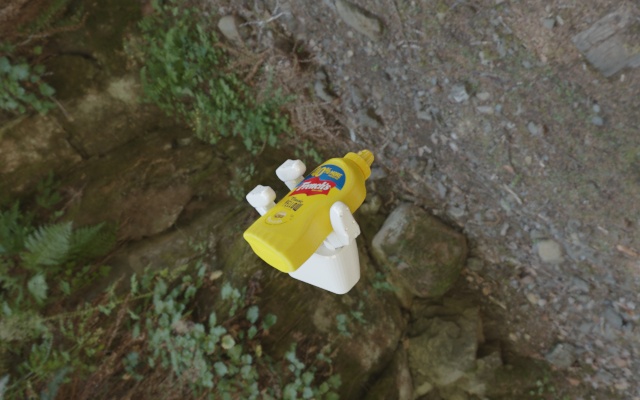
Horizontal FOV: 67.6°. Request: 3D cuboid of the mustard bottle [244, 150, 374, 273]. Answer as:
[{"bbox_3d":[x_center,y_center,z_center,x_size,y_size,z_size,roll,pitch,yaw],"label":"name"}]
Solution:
[{"bbox_3d":[0.000,0.002,0.595,0.191,0.058,0.096,-43,31,-21],"label":"mustard bottle"}]
